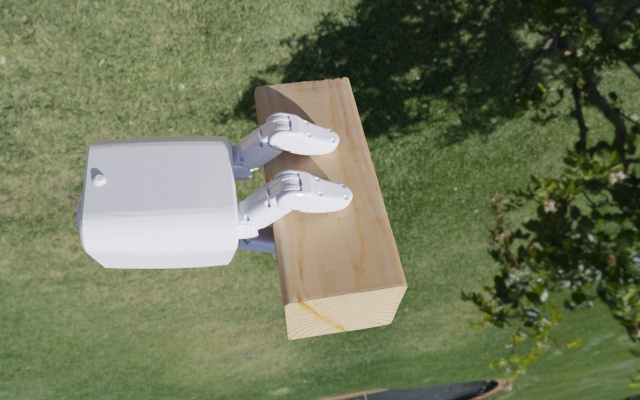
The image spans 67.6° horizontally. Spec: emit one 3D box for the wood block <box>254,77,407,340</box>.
[{"bbox_3d":[0.000,0.002,0.417,0.090,0.206,0.091,-7,-31,-6],"label":"wood block"}]
